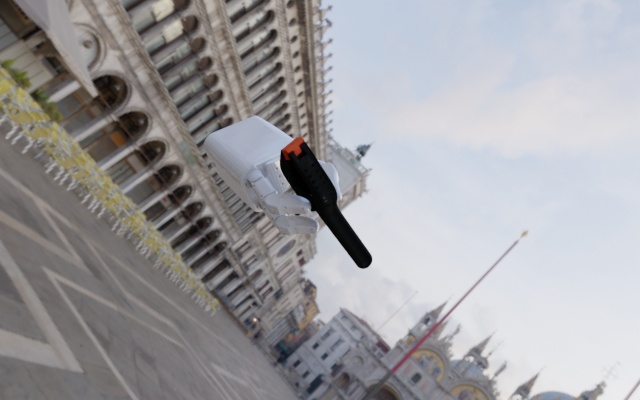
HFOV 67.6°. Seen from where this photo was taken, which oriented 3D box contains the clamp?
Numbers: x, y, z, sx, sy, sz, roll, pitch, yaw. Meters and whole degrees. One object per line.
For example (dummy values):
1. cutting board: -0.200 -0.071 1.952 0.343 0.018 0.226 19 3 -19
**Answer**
1. clamp: 0.000 0.001 0.639 0.164 0.036 0.210 38 -19 31
